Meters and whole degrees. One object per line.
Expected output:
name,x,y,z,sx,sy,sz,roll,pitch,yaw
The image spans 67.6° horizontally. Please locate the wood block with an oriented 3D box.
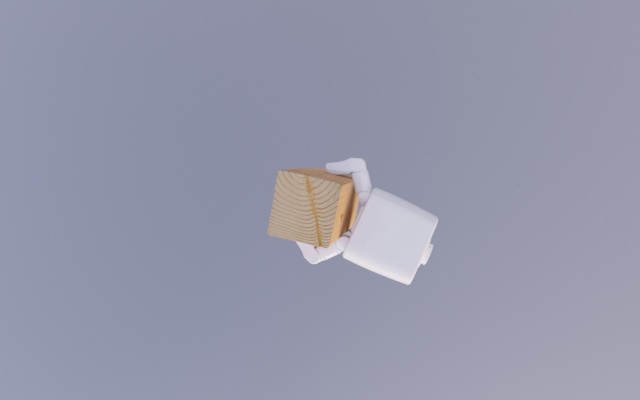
wood block,0.001,0.002,0.727,0.090,0.091,0.206,13,8,11
